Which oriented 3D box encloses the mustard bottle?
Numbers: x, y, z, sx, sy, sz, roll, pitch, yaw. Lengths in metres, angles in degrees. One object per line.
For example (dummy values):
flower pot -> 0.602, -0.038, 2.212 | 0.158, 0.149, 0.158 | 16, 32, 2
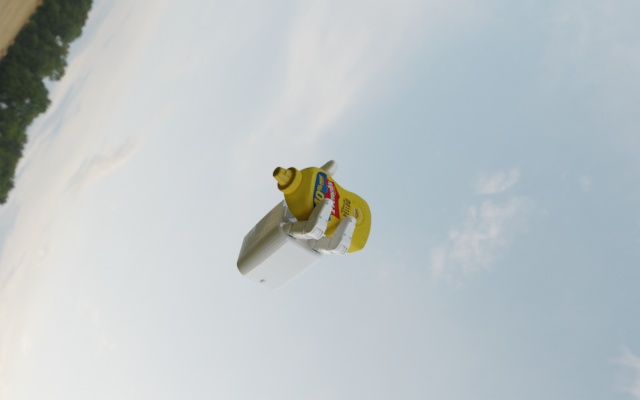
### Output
mustard bottle -> 0.001, 0.002, 0.741 | 0.058, 0.096, 0.192 | -19, -41, 40
